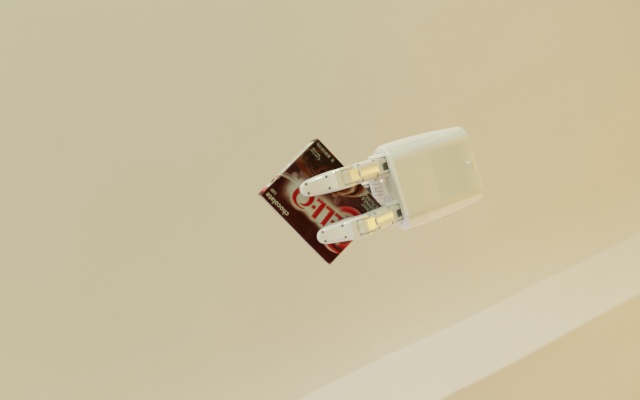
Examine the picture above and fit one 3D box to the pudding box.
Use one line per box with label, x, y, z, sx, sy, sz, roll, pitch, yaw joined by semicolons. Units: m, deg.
pudding box;0.000;0.002;0.540;0.113;0.090;0.039;45;-10;-8
